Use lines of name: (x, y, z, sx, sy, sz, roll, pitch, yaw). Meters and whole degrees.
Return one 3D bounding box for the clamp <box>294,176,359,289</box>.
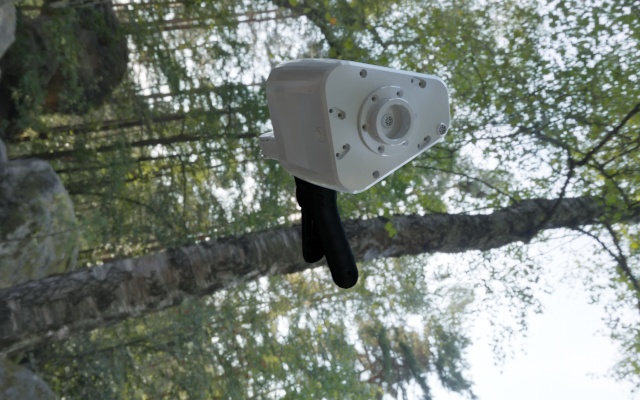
clamp: (0.001, 0.001, 0.469, 0.039, 0.171, 0.120, -17, 20, -22)
